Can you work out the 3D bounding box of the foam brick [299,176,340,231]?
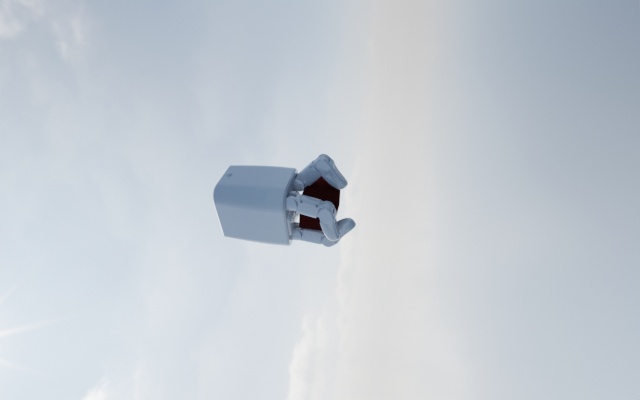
[{"bbox_3d":[0.000,0.002,0.721,0.051,0.053,0.078,6,31,7],"label":"foam brick"}]
